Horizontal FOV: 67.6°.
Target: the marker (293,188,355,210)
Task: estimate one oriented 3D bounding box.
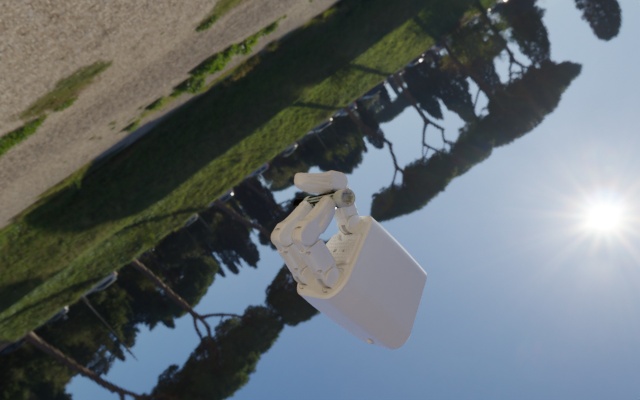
[{"bbox_3d":[0.000,0.002,0.536,0.020,0.020,0.121,0,-5,-28],"label":"marker"}]
